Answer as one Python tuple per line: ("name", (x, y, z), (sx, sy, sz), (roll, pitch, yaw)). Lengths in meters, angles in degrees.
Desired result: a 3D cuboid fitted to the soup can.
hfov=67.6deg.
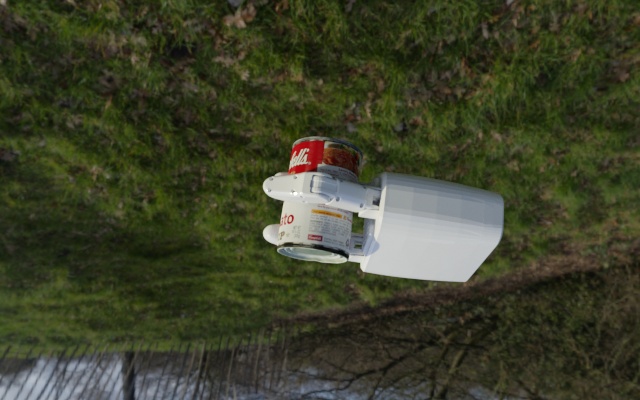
("soup can", (0.000, 0.002, 0.441), (0.068, 0.102, 0.068), (8, -16, 2))
